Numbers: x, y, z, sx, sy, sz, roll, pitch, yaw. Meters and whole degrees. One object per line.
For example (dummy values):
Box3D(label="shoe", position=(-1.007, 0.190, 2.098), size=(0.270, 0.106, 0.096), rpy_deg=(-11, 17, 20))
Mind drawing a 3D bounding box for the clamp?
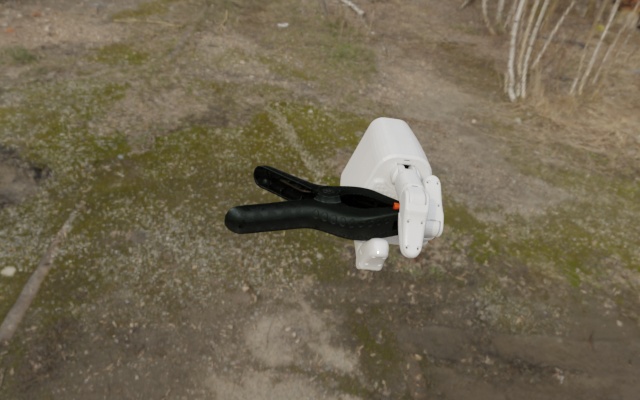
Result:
Box3D(label="clamp", position=(0.000, 0.001, 0.464), size=(0.171, 0.039, 0.120), rpy_deg=(7, 32, -6))
